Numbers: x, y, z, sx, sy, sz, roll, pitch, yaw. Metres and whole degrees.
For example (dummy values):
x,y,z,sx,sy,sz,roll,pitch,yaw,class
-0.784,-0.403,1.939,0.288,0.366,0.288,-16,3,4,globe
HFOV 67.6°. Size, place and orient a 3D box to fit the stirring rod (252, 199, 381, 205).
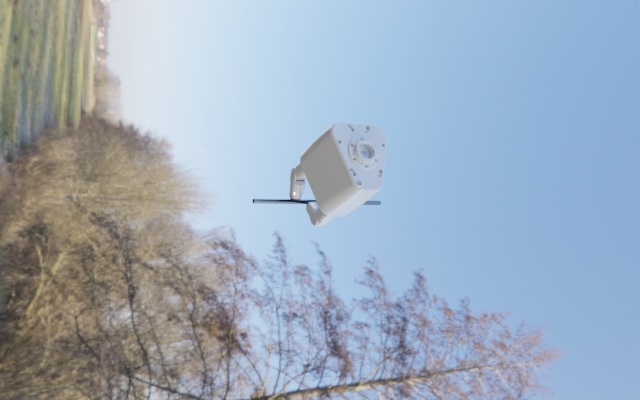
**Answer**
x,y,z,sx,sy,sz,roll,pitch,yaw,class
0.000,0.003,0.818,0.239,0.011,0.011,1,0,-26,stirring rod
